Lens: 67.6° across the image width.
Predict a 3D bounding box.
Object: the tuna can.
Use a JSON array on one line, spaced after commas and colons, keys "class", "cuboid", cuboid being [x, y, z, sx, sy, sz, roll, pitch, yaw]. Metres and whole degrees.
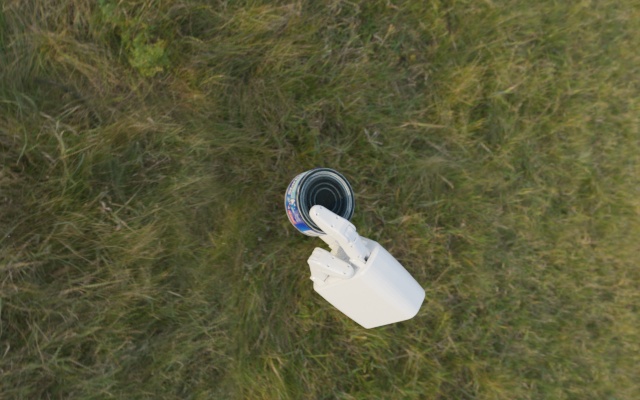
[{"class": "tuna can", "cuboid": [0.000, 0.002, 0.606, 0.086, 0.086, 0.034, 0, -7, -29]}]
